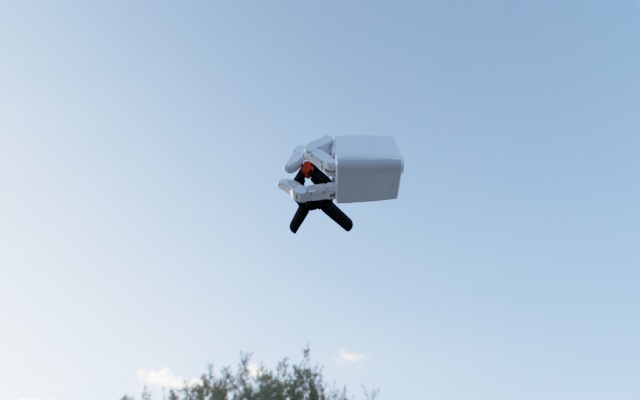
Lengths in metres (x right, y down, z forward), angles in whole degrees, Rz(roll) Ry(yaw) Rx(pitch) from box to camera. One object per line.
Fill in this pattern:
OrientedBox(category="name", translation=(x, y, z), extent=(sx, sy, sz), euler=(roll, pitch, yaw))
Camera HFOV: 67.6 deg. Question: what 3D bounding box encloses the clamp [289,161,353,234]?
OrientedBox(category="clamp", translation=(0.000, 0.002, 0.856), extent=(0.120, 0.039, 0.172), euler=(-1, -42, 0))
